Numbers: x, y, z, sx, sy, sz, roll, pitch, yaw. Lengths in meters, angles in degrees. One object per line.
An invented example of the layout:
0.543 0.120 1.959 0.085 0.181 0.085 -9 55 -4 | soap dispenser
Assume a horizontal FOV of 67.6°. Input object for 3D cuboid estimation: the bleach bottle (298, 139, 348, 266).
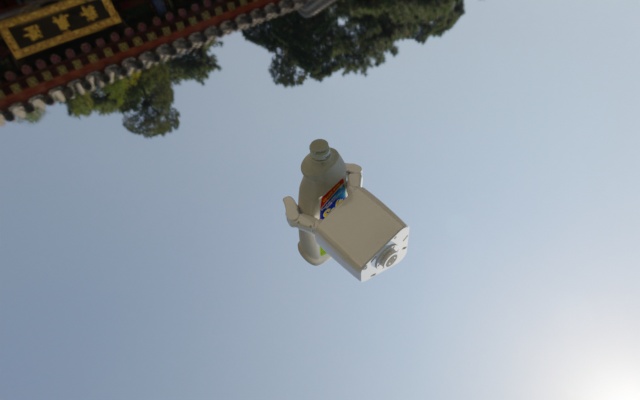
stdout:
0.000 0.003 0.809 0.102 0.251 0.068 -33 54 -21 | bleach bottle
